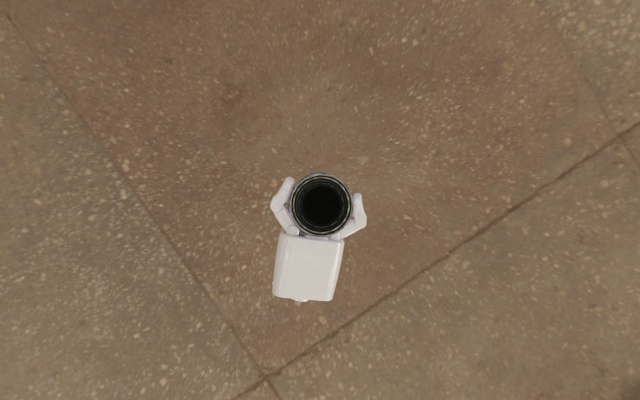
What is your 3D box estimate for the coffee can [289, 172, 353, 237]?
[{"bbox_3d":[0.000,0.003,0.828,0.103,0.103,0.140,0,4,-1],"label":"coffee can"}]
